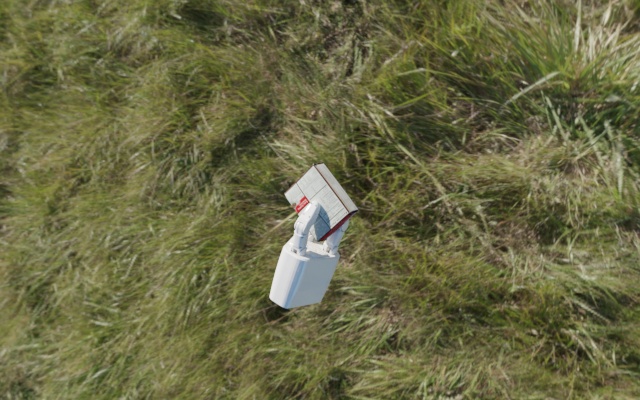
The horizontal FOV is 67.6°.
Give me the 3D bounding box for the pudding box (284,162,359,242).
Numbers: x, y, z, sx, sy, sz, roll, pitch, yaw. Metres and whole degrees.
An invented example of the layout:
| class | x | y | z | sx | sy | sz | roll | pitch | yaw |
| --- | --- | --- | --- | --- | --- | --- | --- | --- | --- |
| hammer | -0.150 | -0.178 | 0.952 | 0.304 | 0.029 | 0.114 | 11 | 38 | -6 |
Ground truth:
| class | x | y | z | sx | sy | sz | roll | pitch | yaw |
| --- | --- | --- | --- | --- | --- | --- | --- | --- | --- |
| pudding box | 0.000 | 0.003 | 0.845 | 0.090 | 0.113 | 0.039 | -43 | -13 | 28 |
